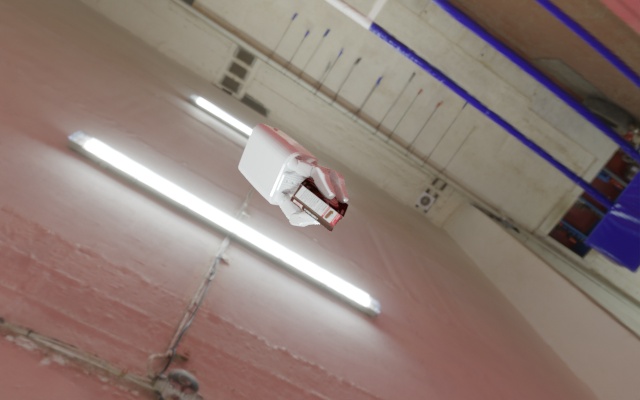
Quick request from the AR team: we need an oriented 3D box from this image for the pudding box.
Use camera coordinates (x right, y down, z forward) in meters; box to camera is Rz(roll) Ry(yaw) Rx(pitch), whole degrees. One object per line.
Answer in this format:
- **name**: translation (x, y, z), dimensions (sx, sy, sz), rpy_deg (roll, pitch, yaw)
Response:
- **pudding box**: translation (0.000, 0.003, 0.820), dimensions (0.090, 0.039, 0.113), rpy_deg (37, 14, 0)
